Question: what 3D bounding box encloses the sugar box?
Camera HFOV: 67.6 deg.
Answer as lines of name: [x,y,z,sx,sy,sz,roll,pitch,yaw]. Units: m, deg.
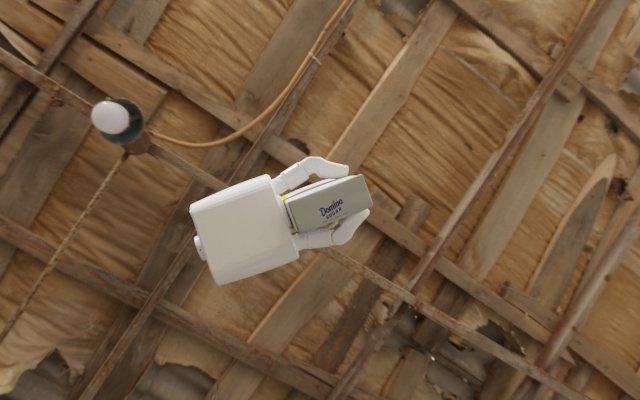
sugar box: [0.000,0.003,0.617,0.093,0.048,0.176,-21,7,-6]
